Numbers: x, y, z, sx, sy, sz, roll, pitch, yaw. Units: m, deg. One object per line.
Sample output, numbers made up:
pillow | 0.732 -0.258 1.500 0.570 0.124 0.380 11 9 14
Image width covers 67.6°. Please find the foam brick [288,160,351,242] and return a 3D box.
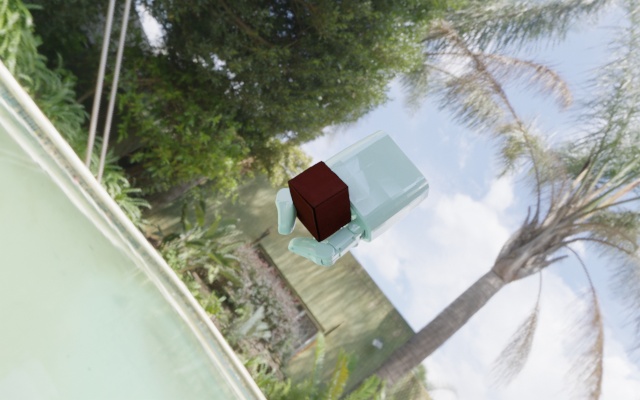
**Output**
foam brick | 0.000 0.002 0.571 0.051 0.053 0.078 -33 -31 -15
